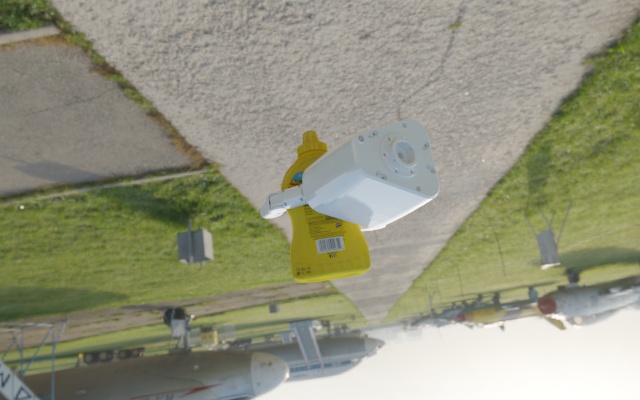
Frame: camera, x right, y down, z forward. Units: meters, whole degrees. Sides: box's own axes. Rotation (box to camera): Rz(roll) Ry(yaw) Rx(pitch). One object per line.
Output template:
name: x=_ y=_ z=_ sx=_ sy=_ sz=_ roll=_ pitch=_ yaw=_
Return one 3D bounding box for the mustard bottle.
mustard bottle: x=0.000 y=0.002 z=0.600 sx=0.096 sy=0.191 sz=0.058 roll=-7 pitch=-16 yaw=-6
